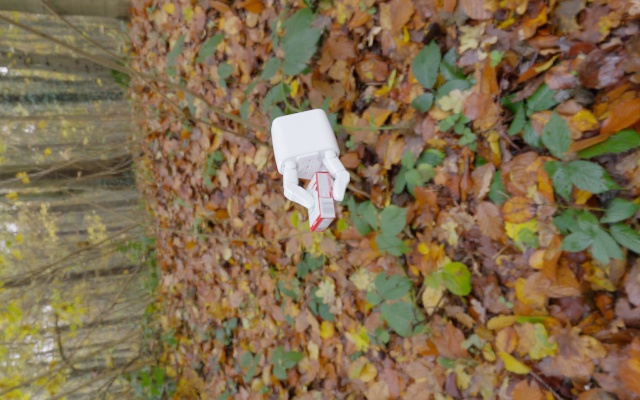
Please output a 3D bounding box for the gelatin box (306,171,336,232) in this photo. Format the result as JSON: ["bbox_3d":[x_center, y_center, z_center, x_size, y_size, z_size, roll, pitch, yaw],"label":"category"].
[{"bbox_3d":[0.000,0.003,0.848,0.030,0.089,0.073,1,-23,-16],"label":"gelatin box"}]
